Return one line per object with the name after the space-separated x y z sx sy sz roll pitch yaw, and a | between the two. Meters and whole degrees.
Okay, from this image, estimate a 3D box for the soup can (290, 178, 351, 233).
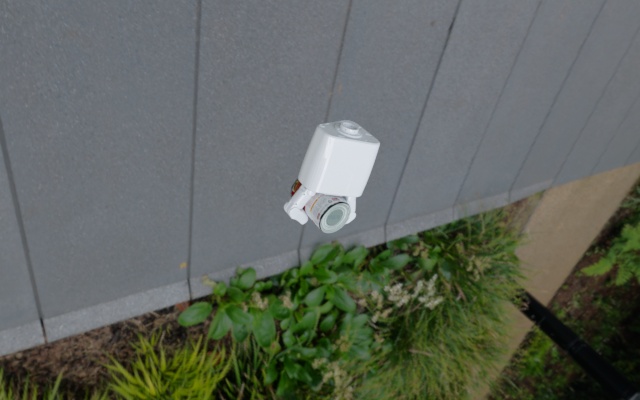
0.000 0.003 0.862 0.068 0.068 0.102 0 34 -40 | soup can
